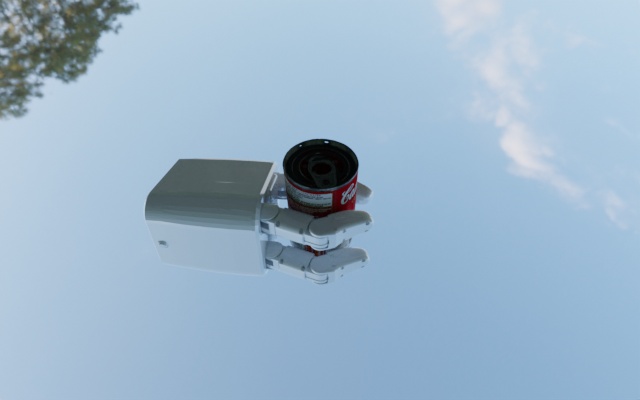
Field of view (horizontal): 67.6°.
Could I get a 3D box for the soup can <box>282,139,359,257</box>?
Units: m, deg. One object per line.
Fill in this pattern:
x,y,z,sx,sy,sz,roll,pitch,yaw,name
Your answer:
0.001,0.002,0.459,0.068,0.068,0.102,0,-44,0,soup can
